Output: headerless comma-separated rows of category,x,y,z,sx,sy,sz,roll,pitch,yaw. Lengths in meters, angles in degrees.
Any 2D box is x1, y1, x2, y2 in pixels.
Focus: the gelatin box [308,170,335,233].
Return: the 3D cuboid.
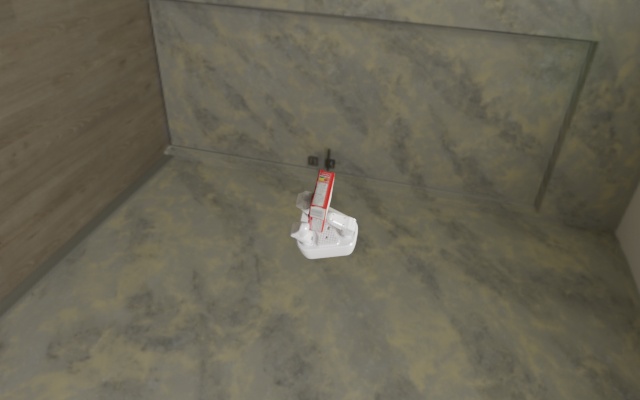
gelatin box,0.001,0.003,0.813,0.030,0.073,0.089,13,-30,2
